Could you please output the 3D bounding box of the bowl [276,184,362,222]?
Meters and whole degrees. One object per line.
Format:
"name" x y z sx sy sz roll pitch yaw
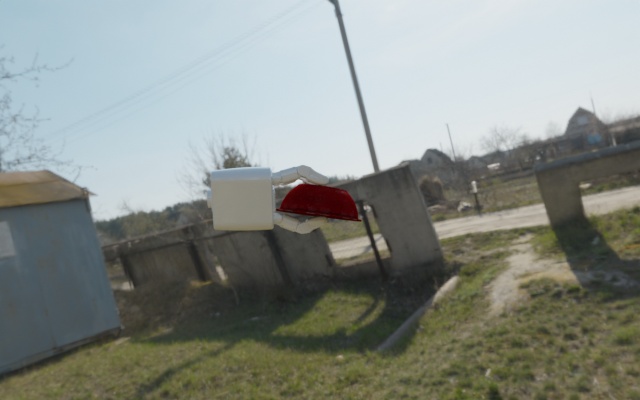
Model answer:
"bowl" 0.001 0.003 0.889 0.162 0.055 0.162 8 -3 0
